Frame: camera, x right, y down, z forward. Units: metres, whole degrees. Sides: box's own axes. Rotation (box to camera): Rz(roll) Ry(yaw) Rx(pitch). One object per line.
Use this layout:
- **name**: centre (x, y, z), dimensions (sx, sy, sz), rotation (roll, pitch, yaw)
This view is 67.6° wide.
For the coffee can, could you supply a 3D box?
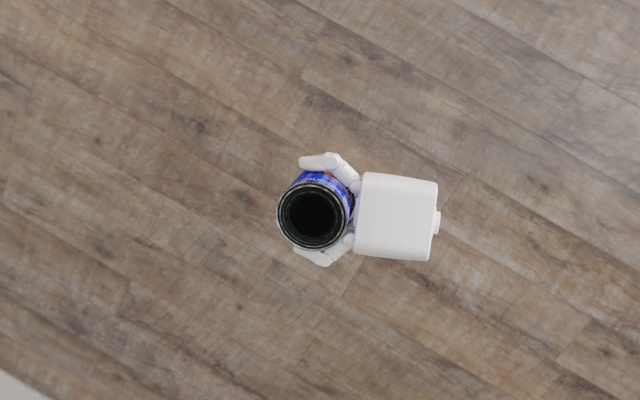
- **coffee can**: centre (0.000, 0.002, 0.717), dimensions (0.103, 0.103, 0.140), rotation (0, 17, 12)
